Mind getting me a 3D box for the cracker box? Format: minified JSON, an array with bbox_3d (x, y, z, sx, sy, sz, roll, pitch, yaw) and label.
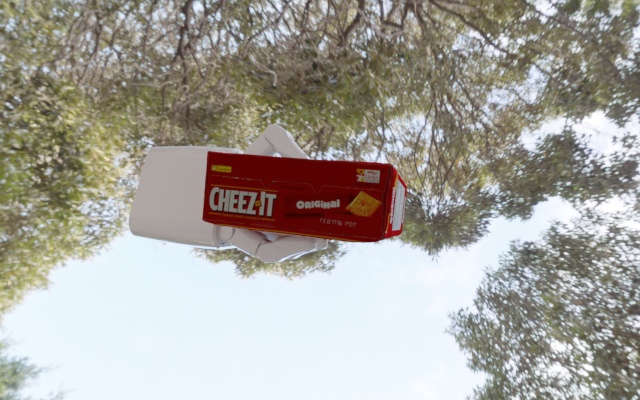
[{"bbox_3d":[0.000,0.001,0.498,0.164,0.072,0.214,5,-1,13],"label":"cracker box"}]
